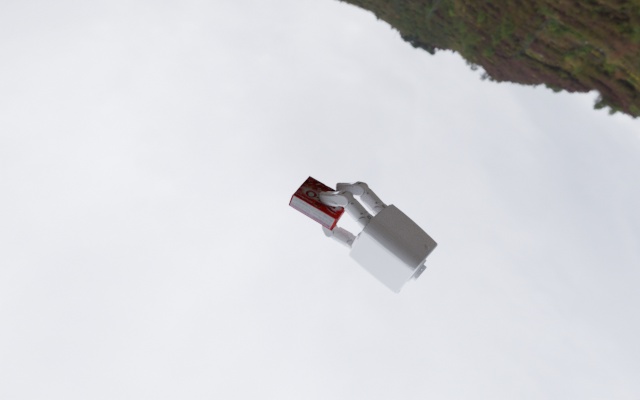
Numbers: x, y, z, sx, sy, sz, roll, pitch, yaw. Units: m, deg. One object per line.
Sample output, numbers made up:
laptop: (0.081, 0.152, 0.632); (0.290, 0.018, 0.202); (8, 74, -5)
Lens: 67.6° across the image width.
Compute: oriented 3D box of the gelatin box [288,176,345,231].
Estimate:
gelatin box: (0.000, 0.003, 0.826); (0.089, 0.030, 0.073); (30, 37, 6)
